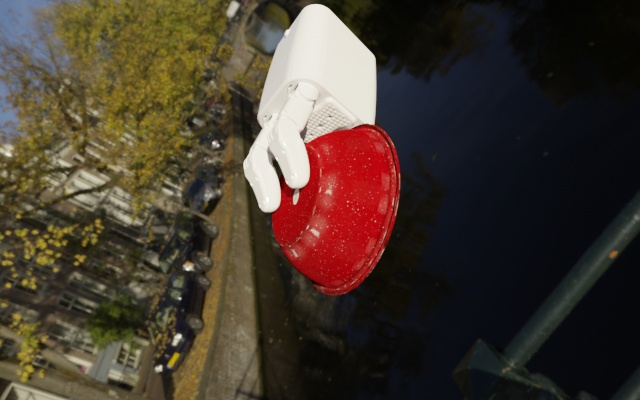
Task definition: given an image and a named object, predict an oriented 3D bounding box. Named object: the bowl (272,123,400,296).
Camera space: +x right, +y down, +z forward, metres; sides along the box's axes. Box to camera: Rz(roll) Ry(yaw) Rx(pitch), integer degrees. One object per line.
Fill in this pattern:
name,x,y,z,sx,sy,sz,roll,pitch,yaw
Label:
bowl,0.000,0.002,0.430,0.055,0.162,0.162,14,-7,-28
